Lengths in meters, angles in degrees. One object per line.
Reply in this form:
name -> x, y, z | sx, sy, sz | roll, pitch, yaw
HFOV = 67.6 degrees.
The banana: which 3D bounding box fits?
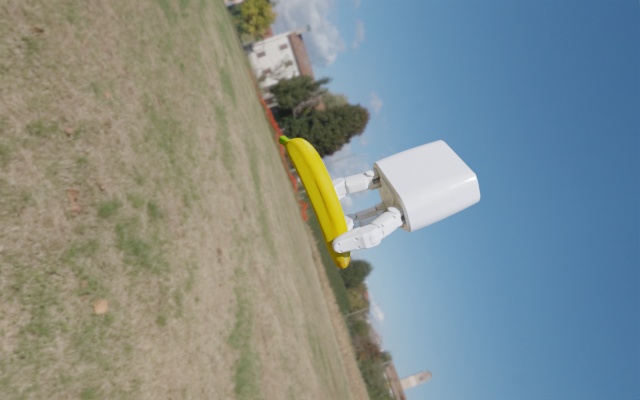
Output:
banana -> 0.001, -0.002, 0.620 | 0.037, 0.198, 0.069 | -24, 1, -9
